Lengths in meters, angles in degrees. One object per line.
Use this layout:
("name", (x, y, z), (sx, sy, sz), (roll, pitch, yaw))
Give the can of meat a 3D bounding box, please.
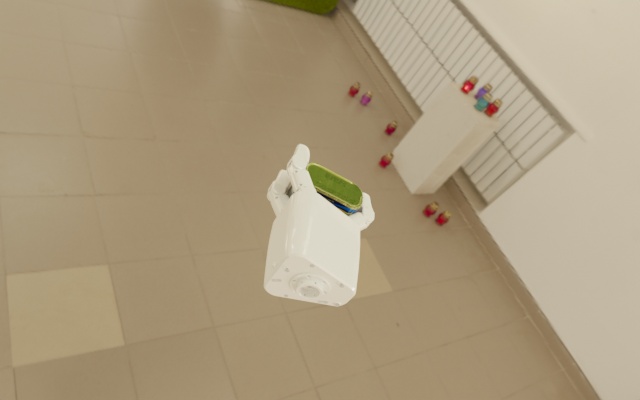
("can of meat", (0.000, 0.002, 0.696), (0.102, 0.057, 0.084), (26, -48, -13))
